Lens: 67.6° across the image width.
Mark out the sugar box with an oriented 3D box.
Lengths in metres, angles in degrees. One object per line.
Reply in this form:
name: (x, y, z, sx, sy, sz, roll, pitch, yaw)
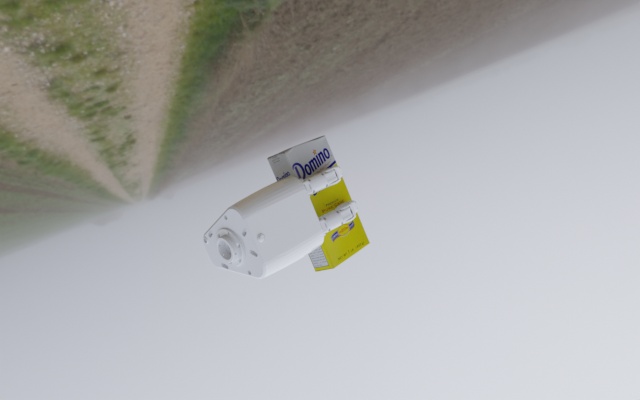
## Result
sugar box: (0.000, 0.002, 0.688, 0.048, 0.176, 0.093, -15, 10, 45)
